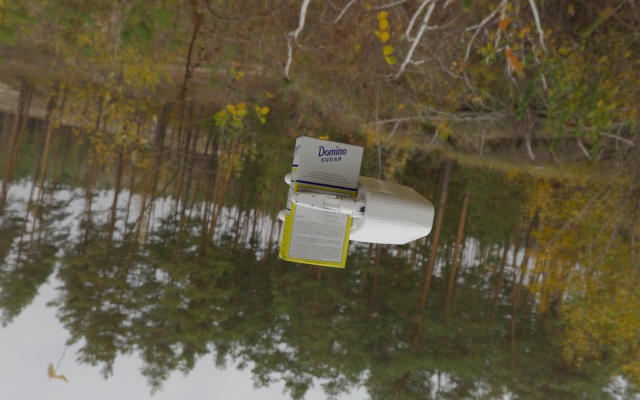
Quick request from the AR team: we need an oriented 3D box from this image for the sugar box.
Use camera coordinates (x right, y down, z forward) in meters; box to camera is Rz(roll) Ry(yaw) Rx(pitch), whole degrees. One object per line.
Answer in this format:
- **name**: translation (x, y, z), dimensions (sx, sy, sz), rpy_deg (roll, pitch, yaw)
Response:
- **sugar box**: translation (0.000, 0.002, 0.685), dimensions (0.093, 0.176, 0.048), rpy_deg (9, -1, -16)
